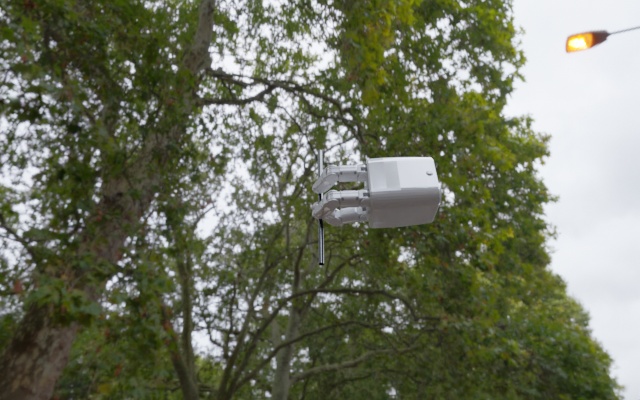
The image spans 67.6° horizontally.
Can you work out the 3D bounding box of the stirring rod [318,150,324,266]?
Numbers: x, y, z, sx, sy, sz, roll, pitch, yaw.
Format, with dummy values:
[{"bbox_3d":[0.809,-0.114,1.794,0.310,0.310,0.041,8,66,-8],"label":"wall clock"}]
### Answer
[{"bbox_3d":[0.000,0.003,0.784,0.011,0.239,0.011,0,-40,0],"label":"stirring rod"}]
